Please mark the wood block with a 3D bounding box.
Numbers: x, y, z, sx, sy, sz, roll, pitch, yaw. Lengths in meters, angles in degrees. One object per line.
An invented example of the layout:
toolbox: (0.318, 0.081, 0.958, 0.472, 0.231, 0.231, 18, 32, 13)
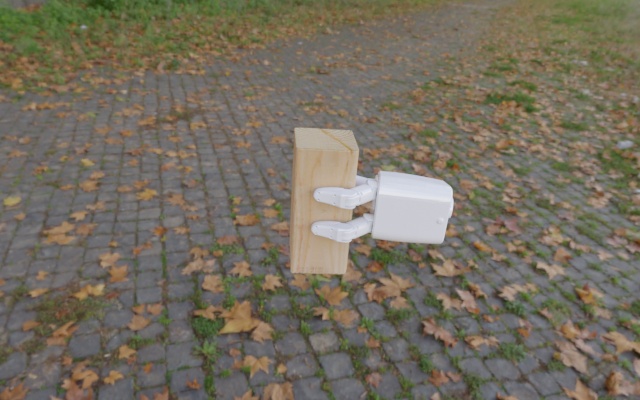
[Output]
wood block: (0.001, 0.002, 0.733, 0.090, 0.206, 0.090, 2, 27, -5)
